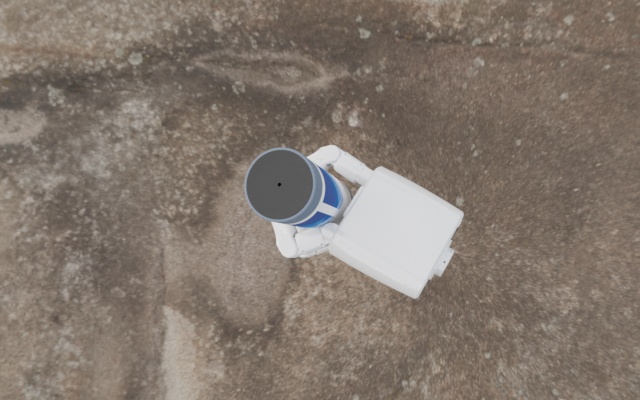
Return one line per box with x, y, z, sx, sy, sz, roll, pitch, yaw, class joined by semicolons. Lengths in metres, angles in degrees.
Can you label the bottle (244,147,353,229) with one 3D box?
0.000;0.002;0.558;0.069;0.069;0.296;0;-6;14;bottle
